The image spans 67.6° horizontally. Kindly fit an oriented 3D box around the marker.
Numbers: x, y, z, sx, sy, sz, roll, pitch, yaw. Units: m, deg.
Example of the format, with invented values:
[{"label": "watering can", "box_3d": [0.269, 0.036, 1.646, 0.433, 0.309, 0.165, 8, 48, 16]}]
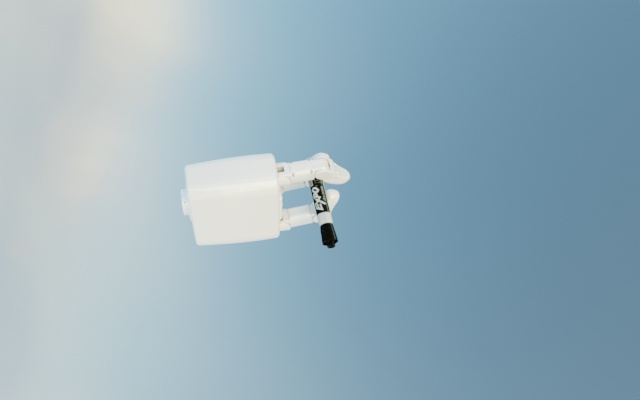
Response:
[{"label": "marker", "box_3d": [0.000, 0.002, 0.579, 0.020, 0.121, 0.020, -11, -27, -6]}]
